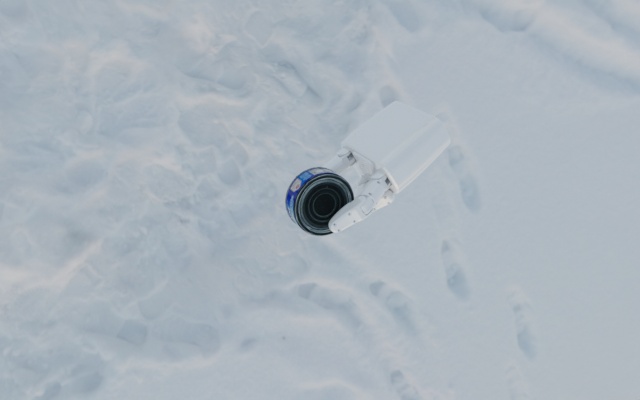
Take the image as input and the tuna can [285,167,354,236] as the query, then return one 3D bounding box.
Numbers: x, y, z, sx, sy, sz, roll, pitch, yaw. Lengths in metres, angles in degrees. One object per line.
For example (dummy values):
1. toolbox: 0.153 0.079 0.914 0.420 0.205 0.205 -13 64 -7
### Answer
1. tuna can: 0.000 0.002 0.617 0.086 0.086 0.033 0 17 -24
